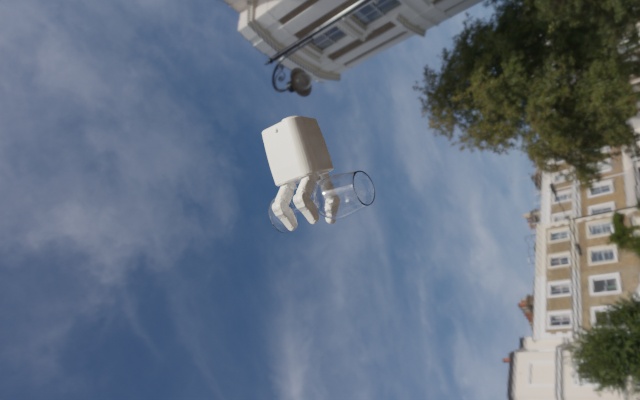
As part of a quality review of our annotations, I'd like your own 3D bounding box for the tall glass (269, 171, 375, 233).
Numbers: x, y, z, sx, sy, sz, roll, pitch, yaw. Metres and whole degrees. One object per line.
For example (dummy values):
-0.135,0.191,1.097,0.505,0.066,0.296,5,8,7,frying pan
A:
0.000,0.003,0.867,0.201,0.079,0.079,-18,-11,39,tall glass
